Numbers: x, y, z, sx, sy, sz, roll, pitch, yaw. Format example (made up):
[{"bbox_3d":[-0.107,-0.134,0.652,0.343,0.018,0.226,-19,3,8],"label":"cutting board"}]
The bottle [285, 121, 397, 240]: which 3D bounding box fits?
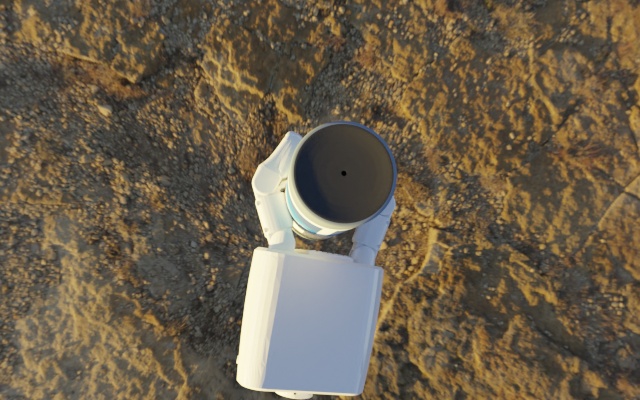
[{"bbox_3d":[0.000,0.001,0.436,0.069,0.069,0.296,0,-7,-6],"label":"bottle"}]
